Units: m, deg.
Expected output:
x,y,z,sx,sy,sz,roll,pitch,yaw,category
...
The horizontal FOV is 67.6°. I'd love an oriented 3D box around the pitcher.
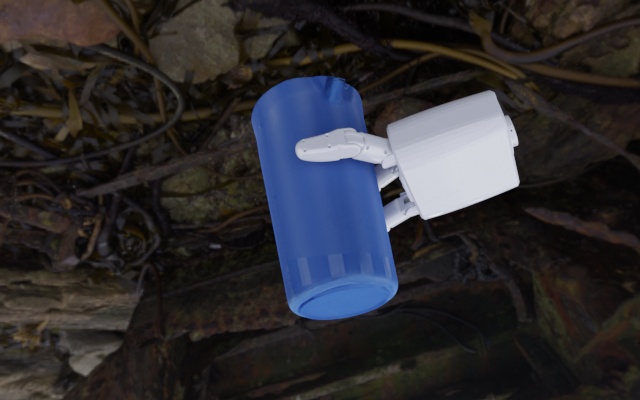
x,y,z,sx,sy,sz,roll,pitch,yaw,category
0.000,0.002,0.522,0.145,0.242,0.149,-19,-30,14,pitcher
